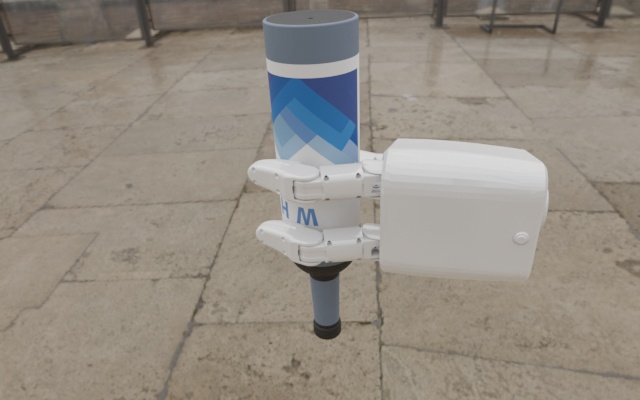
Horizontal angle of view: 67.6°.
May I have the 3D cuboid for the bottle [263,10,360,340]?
[{"bbox_3d":[0.000,0.001,0.402,0.069,0.296,0.069,-2,30,1],"label":"bottle"}]
